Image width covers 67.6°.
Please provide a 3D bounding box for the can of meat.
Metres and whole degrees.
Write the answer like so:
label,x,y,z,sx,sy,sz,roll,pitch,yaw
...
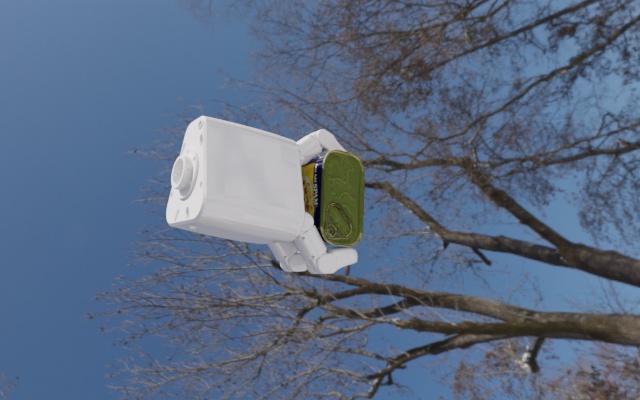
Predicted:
label,x,y,z,sx,sy,sz,roll,pitch,yaw
can of meat,0.000,0.002,0.537,0.057,0.102,0.084,9,-12,-37
